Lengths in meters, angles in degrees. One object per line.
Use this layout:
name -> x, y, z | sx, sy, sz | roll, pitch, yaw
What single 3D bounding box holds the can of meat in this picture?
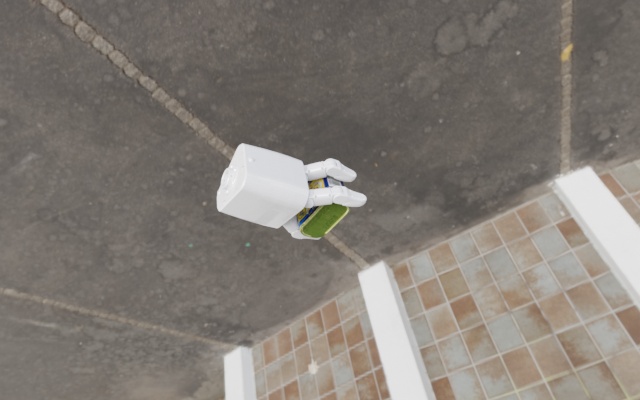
can of meat -> 0.000, 0.003, 0.808 | 0.057, 0.083, 0.102 | 21, -52, -31
